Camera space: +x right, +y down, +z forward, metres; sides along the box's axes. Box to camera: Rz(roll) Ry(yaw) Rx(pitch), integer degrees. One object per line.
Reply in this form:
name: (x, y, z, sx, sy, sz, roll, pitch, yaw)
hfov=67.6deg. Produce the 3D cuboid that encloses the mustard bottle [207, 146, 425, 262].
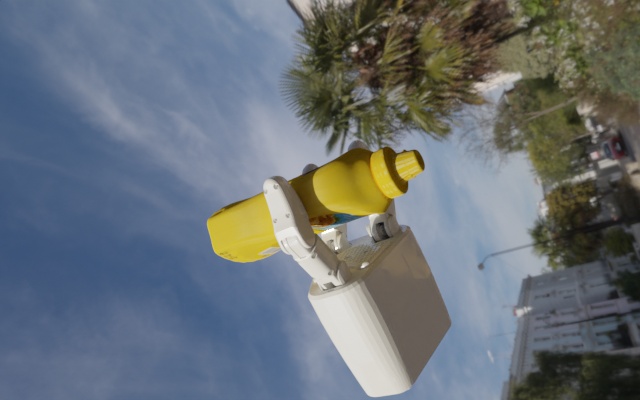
mustard bottle: (0.000, 0.001, 0.415, 0.192, 0.058, 0.096, -22, -12, 29)
